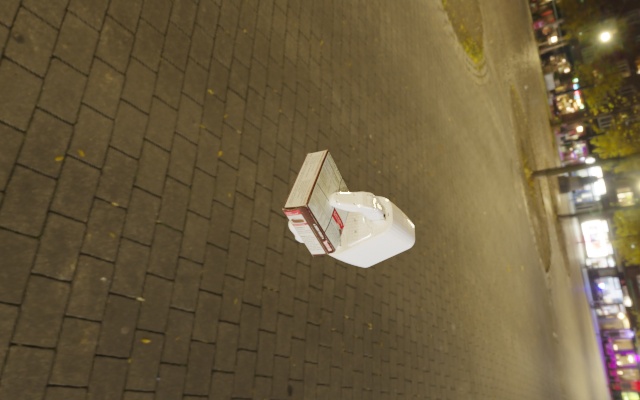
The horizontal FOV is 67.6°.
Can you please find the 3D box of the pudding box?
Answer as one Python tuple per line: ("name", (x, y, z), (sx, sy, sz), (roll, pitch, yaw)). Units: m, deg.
("pudding box", (0.000, 0.002, 0.629), (0.039, 0.090, 0.113), (-11, 38, 27))
